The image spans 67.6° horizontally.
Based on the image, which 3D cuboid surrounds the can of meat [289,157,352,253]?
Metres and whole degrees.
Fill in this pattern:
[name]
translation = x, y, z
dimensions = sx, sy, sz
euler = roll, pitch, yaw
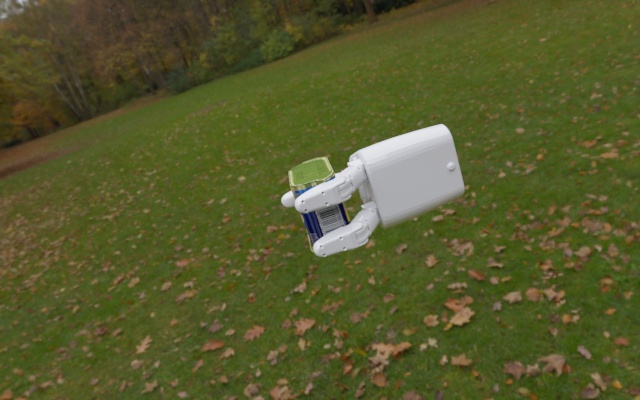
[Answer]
[can of meat]
translation = 0.000, 0.002, 0.568
dimensions = 0.057, 0.084, 0.102
euler = -19, 19, 0
